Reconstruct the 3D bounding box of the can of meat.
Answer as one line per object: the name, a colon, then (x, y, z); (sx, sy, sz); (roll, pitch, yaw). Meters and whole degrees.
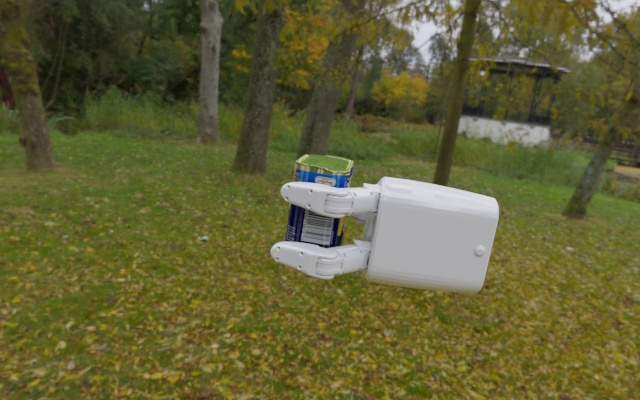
can of meat: (0.000, 0.001, 0.473); (0.057, 0.084, 0.102); (10, 12, 4)
